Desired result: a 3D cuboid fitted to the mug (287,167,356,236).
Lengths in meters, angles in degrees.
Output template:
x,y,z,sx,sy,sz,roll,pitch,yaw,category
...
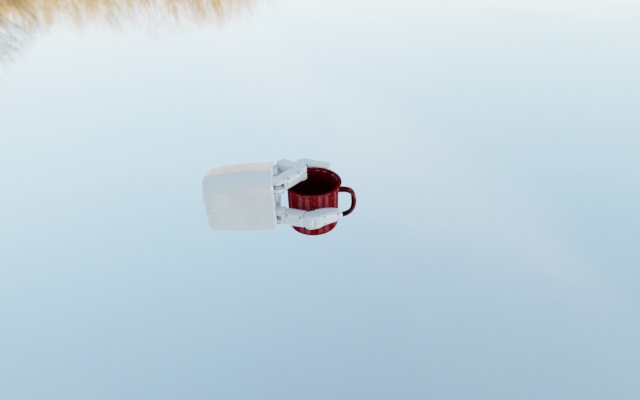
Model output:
x,y,z,sx,sy,sz,roll,pitch,yaw,category
0.002,0.003,0.781,0.117,0.082,0.093,-2,33,0,mug
